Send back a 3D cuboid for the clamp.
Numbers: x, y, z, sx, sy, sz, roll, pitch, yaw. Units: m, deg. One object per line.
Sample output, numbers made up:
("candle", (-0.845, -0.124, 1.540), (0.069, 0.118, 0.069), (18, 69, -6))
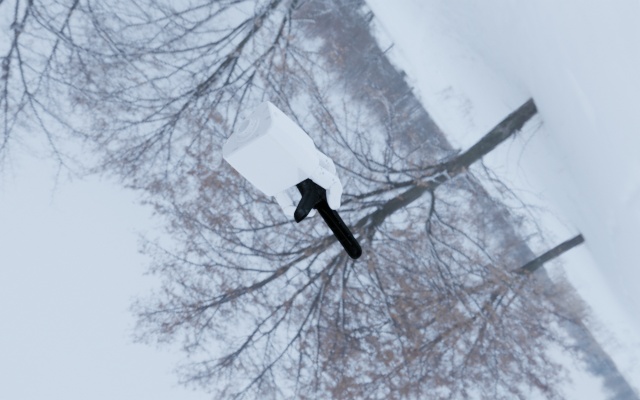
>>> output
("clamp", (-0.001, 0.003, 0.829), (0.036, 0.209, 0.165), (-37, -53, 17))
